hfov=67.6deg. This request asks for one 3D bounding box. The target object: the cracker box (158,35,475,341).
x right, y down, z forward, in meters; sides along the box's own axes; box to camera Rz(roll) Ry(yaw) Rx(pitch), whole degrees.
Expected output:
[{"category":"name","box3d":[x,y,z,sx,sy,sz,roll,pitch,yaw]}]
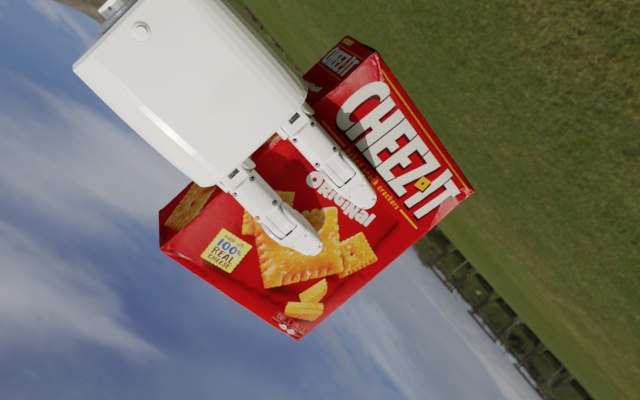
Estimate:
[{"category":"cracker box","box3d":[0.000,0.001,0.403,0.164,0.214,0.072,45,8,-33]}]
